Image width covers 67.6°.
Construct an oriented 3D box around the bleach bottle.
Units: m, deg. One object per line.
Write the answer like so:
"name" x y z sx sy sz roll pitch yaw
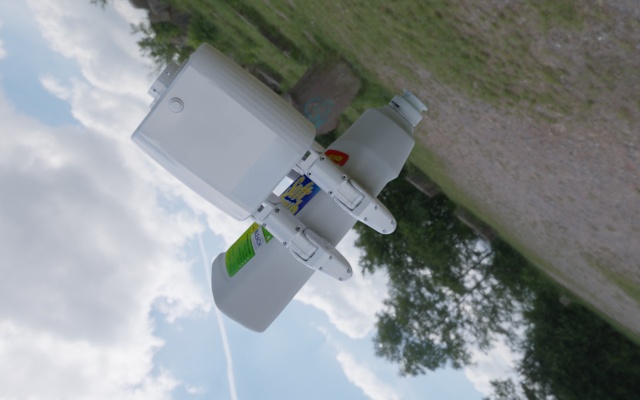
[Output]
"bleach bottle" 0.000 0.002 0.445 0.068 0.251 0.102 38 9 -22
